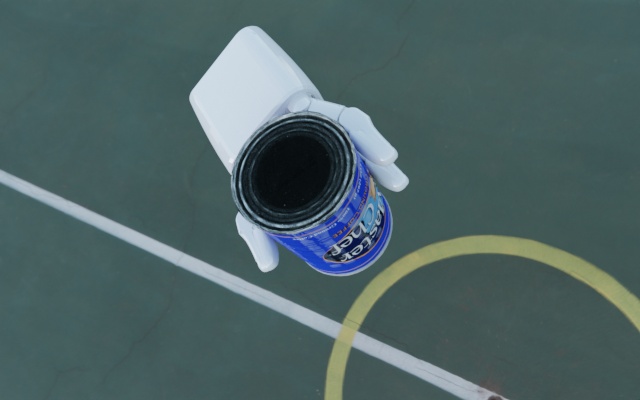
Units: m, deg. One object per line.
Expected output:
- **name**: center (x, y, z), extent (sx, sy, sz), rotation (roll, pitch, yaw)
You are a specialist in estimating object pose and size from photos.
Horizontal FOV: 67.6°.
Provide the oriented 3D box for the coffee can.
- **coffee can**: center (0.000, 0.002, 0.421), extent (0.103, 0.102, 0.140), rotation (0, -21, 20)
